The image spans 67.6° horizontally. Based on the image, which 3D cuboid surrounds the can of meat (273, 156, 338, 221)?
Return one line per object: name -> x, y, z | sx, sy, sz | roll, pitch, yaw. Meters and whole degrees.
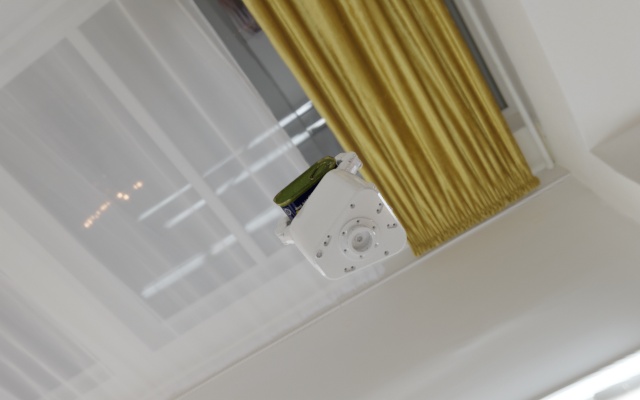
can of meat -> 0.000, 0.002, 0.669 | 0.102, 0.084, 0.057 | -39, 20, -7
